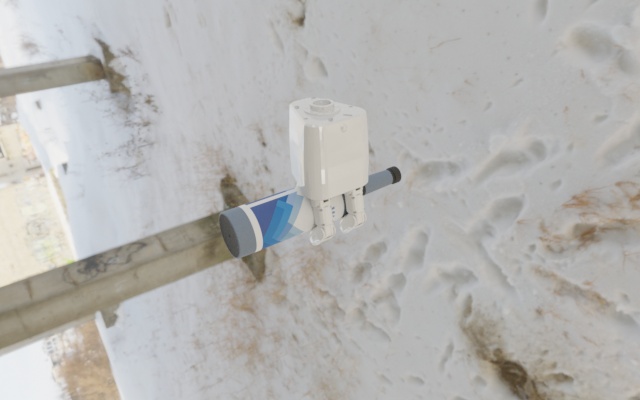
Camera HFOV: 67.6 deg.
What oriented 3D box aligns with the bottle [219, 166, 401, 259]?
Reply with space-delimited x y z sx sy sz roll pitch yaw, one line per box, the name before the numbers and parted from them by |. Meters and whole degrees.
bottle | 0.000 0.002 0.706 0.295 0.069 0.069 -20 10 -27
